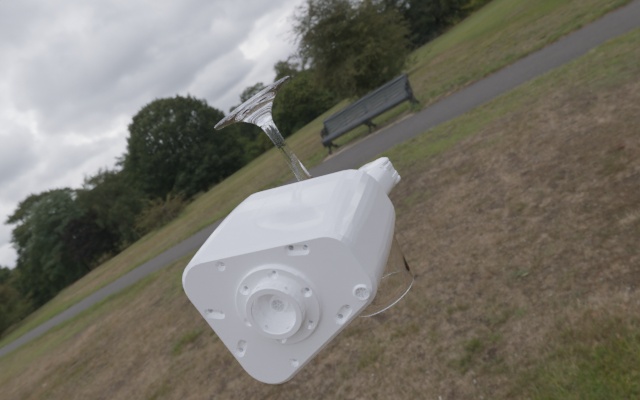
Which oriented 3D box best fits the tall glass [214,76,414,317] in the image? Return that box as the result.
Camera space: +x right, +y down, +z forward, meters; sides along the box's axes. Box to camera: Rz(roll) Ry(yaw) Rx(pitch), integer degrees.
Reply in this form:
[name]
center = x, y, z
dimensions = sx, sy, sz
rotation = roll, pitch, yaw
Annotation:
[tall glass]
center = 0.000, 0.001, 0.404
dimensions = 0.079, 0.201, 0.079
rotation = -34, 10, 7
